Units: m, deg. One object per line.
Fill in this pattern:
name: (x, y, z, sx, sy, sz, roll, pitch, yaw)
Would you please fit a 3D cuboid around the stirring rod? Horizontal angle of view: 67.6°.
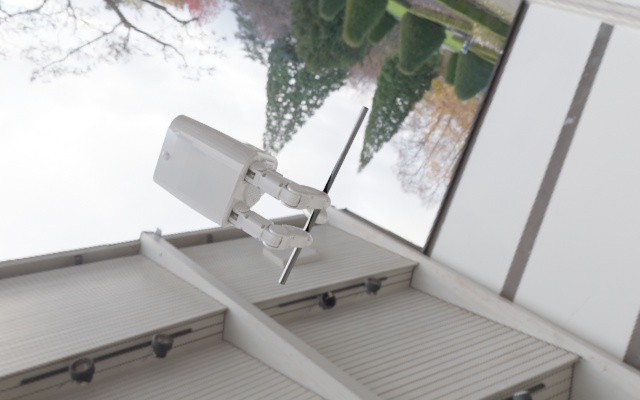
stirring rod: (0.000, 0.002, 0.552, 0.011, 0.240, 0.011, 22, 22, -9)
